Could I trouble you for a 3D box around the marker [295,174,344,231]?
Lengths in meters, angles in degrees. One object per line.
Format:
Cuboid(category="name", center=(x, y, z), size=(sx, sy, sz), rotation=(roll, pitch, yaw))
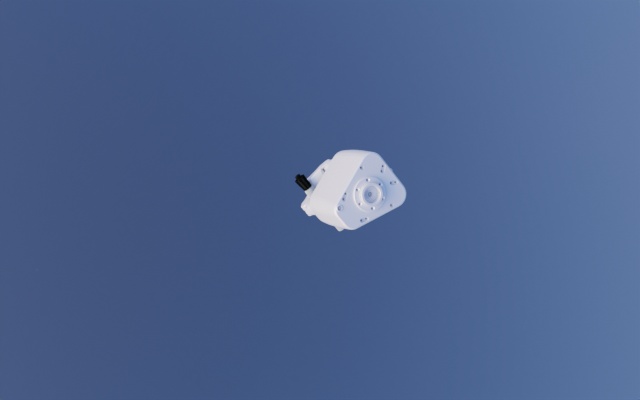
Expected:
Cuboid(category="marker", center=(0.000, 0.003, 0.797), size=(0.020, 0.121, 0.020), rotation=(-37, 17, 13))
